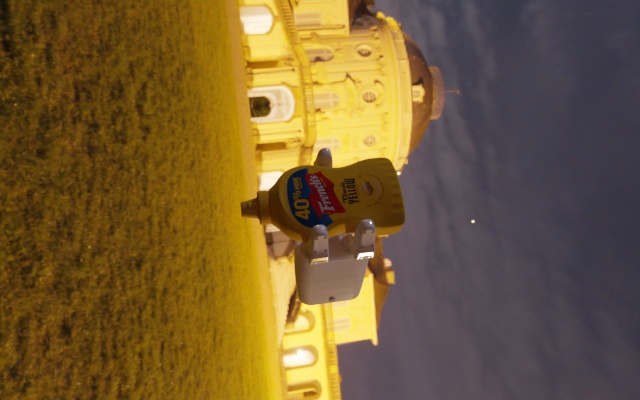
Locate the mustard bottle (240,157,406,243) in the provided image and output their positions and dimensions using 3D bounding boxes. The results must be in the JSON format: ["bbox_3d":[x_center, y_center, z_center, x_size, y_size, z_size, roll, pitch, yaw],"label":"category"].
[{"bbox_3d":[0.000,0.002,0.580,0.191,0.096,0.058,-6,-22,-9],"label":"mustard bottle"}]
